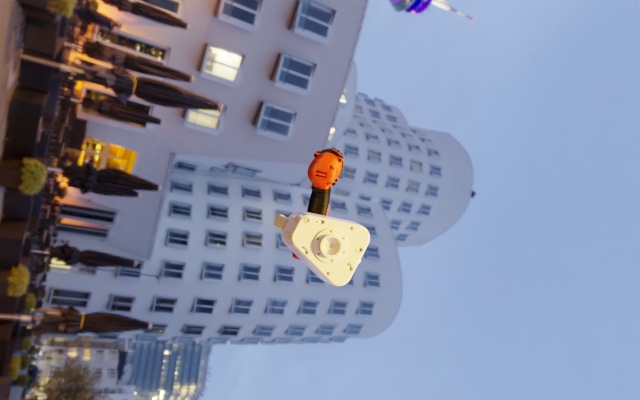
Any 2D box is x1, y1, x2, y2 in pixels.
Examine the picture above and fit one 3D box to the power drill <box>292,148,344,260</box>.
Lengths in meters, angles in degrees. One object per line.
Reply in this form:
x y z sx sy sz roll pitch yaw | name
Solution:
0.000 0.003 0.839 0.057 0.188 0.184 11 14 7 | power drill
